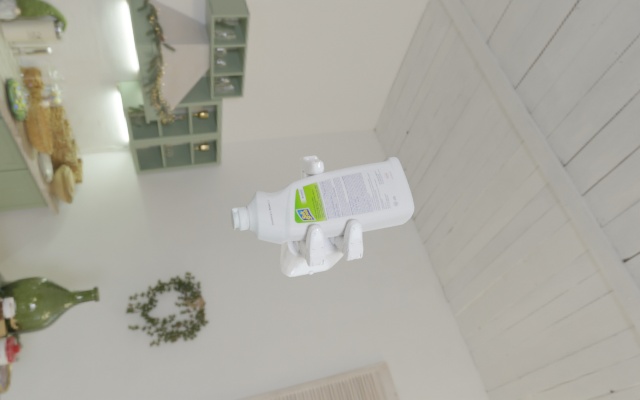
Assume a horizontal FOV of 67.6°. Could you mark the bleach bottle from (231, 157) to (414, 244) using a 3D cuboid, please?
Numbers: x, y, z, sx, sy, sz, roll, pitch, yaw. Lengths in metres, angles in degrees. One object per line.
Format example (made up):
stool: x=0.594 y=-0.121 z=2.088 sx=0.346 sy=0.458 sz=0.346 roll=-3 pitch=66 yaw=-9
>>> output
bleach bottle: x=0.000 y=0.002 z=0.671 sx=0.251 sy=0.102 sz=0.068 roll=-7 pitch=-24 yaw=-18
